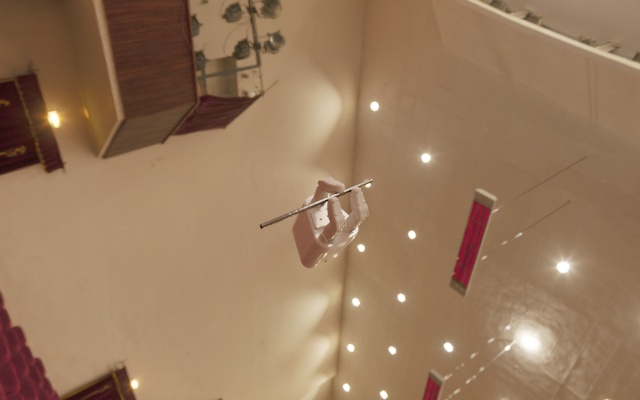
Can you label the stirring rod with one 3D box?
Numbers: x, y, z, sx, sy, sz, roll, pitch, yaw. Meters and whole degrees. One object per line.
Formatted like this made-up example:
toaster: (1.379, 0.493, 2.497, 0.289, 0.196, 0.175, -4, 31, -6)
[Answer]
stirring rod: (0.000, 0.003, 0.818, 0.239, 0.011, 0.011, -22, 12, -32)
